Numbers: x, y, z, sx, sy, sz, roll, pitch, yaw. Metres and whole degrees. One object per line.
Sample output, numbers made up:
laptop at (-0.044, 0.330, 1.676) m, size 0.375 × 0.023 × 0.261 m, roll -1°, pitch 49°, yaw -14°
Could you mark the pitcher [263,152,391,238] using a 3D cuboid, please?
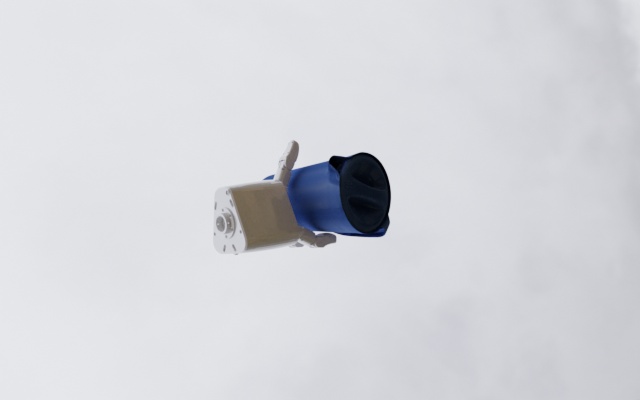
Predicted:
pitcher at (0.000, 0.003, 0.854) m, size 0.243 × 0.149 × 0.145 m, roll -5°, pitch 2°, yaw 45°
